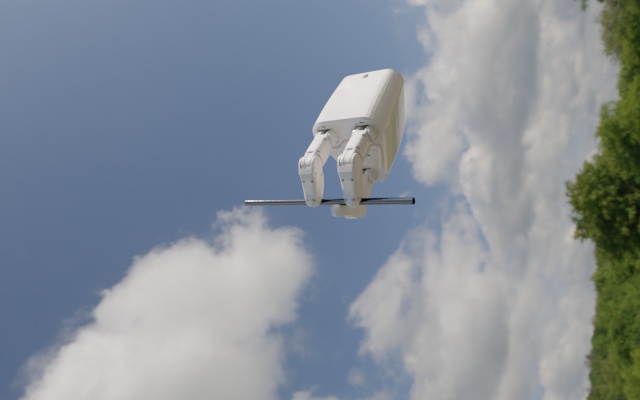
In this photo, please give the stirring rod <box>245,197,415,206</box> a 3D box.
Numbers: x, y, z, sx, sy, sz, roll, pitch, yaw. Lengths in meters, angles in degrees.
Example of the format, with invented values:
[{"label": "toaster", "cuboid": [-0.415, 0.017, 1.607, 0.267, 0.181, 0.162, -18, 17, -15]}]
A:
[{"label": "stirring rod", "cuboid": [0.000, 0.002, 0.579, 0.239, 0.011, 0.011, -1, -1, 34]}]
